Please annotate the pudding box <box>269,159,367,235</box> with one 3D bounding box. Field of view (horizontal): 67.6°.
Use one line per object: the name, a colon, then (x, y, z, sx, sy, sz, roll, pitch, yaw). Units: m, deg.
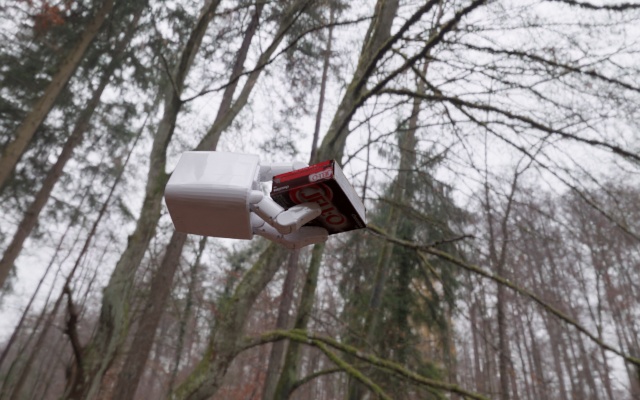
pudding box: (0.000, 0.002, 0.625, 0.090, 0.039, 0.114, -13, -39, 22)
